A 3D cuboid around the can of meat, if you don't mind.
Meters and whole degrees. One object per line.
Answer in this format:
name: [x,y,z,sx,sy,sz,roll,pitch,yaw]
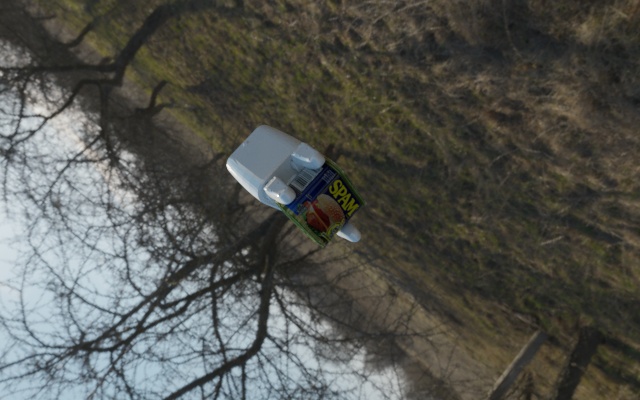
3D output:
can of meat: [0.000,0.002,0.614,0.057,0.084,0.102,37,-9,41]
